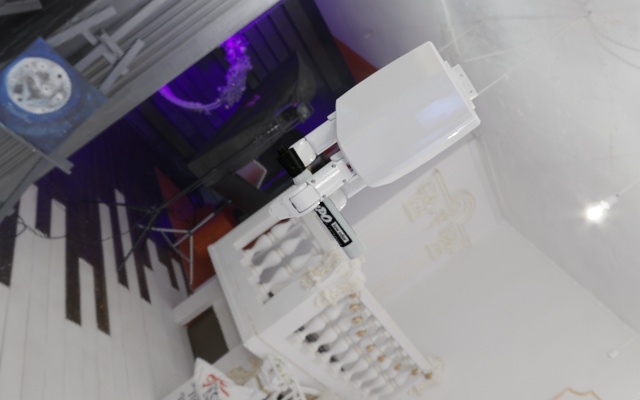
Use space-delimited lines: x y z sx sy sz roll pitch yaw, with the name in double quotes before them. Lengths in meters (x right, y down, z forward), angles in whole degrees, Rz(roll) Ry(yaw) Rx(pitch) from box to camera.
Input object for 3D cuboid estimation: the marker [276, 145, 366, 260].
"marker" 0.000 0.001 0.430 0.020 0.121 0.020 -34 12 8
